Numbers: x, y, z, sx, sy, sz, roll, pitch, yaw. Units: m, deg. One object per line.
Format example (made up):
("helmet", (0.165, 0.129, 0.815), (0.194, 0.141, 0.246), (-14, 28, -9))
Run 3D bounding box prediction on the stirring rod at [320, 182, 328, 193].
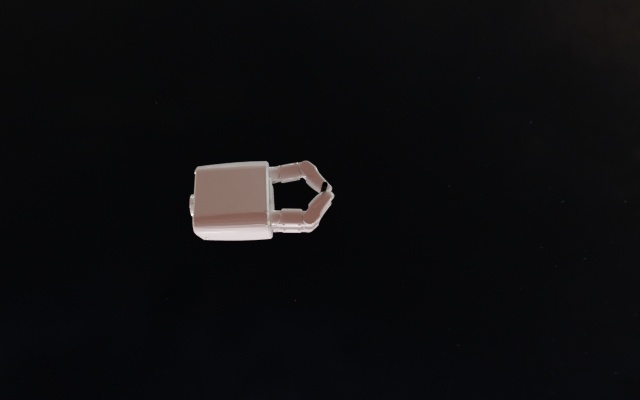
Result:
("stirring rod", (0.000, 0.002, 0.770), (0.011, 0.011, 0.239), (0, -12, -3))
